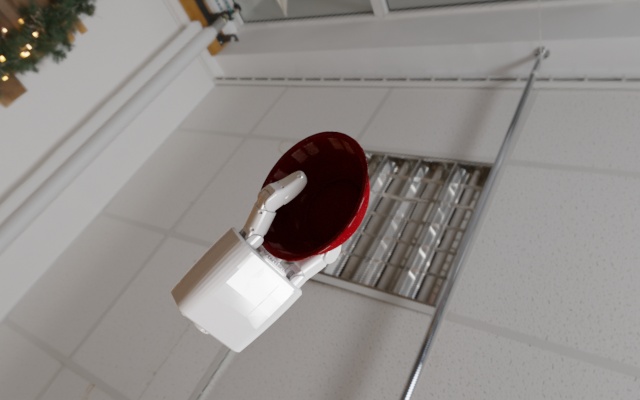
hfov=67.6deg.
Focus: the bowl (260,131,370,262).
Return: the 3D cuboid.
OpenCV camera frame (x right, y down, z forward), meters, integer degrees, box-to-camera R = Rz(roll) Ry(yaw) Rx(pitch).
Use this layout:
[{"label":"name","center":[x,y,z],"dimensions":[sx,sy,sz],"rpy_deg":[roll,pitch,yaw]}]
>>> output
[{"label":"bowl","center":[0.001,0.001,0.559],"dimensions":[0.162,0.162,0.055],"rpy_deg":[0,-24,41]}]
